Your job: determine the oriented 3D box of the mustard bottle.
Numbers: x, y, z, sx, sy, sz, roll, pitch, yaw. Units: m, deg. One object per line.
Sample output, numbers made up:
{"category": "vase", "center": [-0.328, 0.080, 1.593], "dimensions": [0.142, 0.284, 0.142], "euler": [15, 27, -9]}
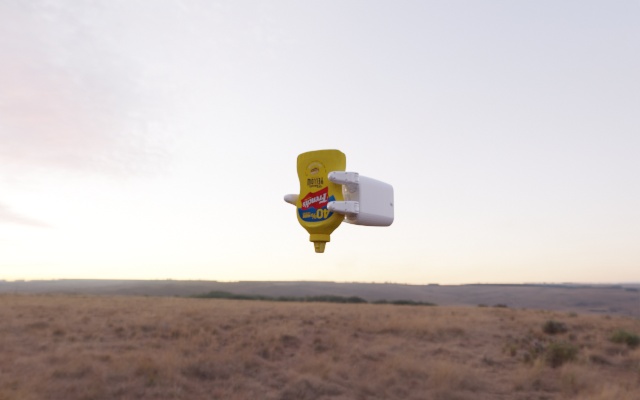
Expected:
{"category": "mustard bottle", "center": [0.000, 0.003, 0.896], "dimensions": [0.096, 0.191, 0.058], "euler": [-4, -11, 25]}
